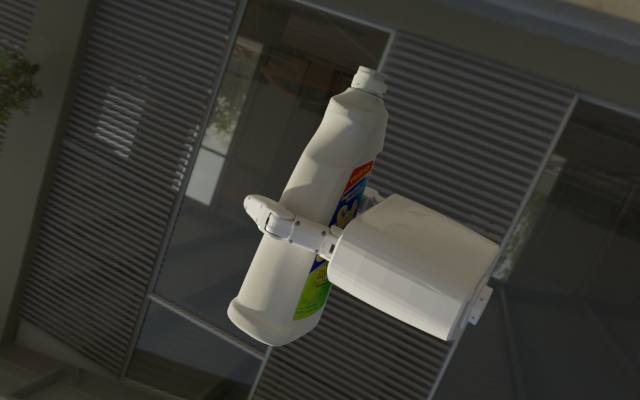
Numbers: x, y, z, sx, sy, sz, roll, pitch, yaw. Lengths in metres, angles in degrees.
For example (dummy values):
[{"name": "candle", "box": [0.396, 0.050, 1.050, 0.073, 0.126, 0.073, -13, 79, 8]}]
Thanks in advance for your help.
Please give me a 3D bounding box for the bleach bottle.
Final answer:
[{"name": "bleach bottle", "box": [0.000, 0.001, 0.438, 0.068, 0.251, 0.102, 26, 13, 24]}]
